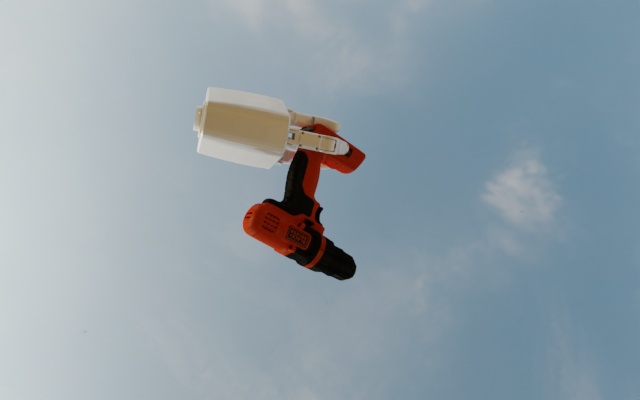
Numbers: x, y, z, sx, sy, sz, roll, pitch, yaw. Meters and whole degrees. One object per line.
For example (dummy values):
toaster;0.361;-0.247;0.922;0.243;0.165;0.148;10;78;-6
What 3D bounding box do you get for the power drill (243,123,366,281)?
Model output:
power drill;0.000;0.002;0.673;0.184;0.187;0.057;32;-24;-29
